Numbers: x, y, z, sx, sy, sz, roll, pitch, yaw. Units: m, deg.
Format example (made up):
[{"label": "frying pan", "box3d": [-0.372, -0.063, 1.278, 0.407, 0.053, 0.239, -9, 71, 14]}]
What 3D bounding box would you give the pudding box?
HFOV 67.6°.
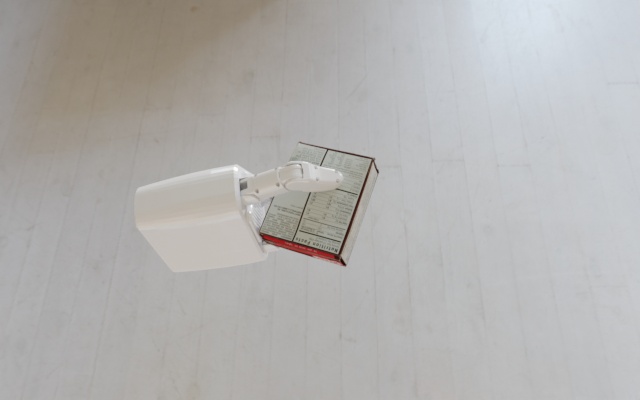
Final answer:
[{"label": "pudding box", "box3d": [0.000, 0.002, 0.489, 0.090, 0.113, 0.039, 15, -18, 18]}]
